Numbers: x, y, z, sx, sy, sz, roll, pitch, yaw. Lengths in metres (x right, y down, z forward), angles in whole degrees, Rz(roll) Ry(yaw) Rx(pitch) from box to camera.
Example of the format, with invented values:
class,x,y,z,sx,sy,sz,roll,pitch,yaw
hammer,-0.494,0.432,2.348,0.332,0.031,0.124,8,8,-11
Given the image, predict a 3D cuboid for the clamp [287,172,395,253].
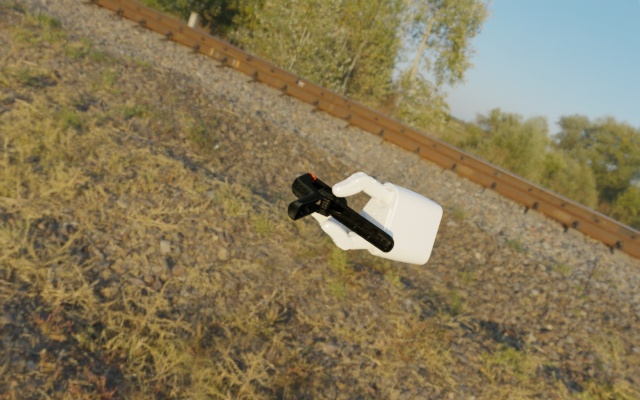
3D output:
class,x,y,z,sx,sy,sz,roll,pitch,yaw
clamp,0.000,0.001,0.711,0.164,0.036,0.210,20,15,-30
